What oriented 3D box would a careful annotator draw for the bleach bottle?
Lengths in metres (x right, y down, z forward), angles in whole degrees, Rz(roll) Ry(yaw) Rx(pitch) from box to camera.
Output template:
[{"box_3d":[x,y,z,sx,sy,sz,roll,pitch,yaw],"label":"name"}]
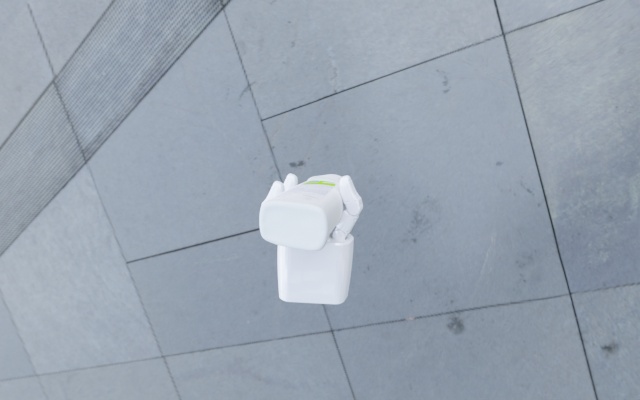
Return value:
[{"box_3d":[0.000,0.002,0.746,0.102,0.068,0.250,8,17,17],"label":"bleach bottle"}]
